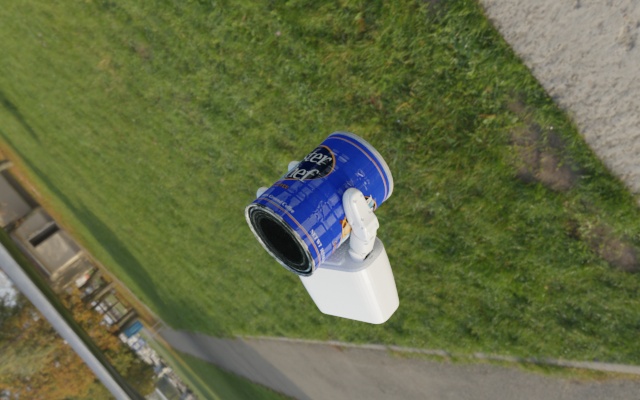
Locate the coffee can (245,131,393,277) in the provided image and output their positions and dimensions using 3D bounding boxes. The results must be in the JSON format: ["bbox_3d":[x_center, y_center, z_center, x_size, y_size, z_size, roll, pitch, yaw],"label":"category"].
[{"bbox_3d":[0.000,0.002,0.542,0.140,0.103,0.103,-43,22,-26],"label":"coffee can"}]
